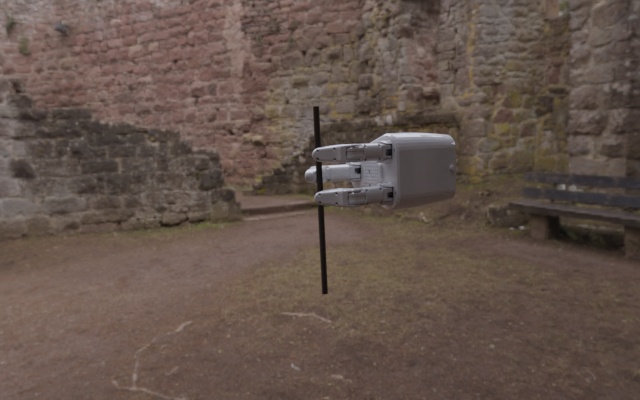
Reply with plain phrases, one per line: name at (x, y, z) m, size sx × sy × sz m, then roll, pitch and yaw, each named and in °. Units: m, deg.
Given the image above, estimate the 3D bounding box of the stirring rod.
stirring rod at (0.000, 0.002, 0.610) m, size 0.011 × 0.239 × 0.011 m, roll -3°, pitch 6°, yaw 0°
